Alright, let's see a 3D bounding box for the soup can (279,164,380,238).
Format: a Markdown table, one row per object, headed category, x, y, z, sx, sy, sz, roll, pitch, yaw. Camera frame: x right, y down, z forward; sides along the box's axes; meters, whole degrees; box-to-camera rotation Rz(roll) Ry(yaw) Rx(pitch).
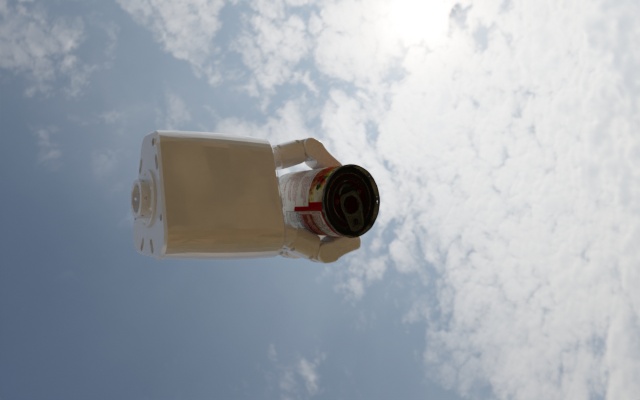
| category | x | y | z | sx | sy | sz | roll | pitch | yaw |
| --- | --- | --- | --- | --- | --- | --- | --- | --- | --- |
| soup can | 0.000 | 0.001 | 0.477 | 0.068 | 0.068 | 0.102 | 0 | -1 | -36 |
